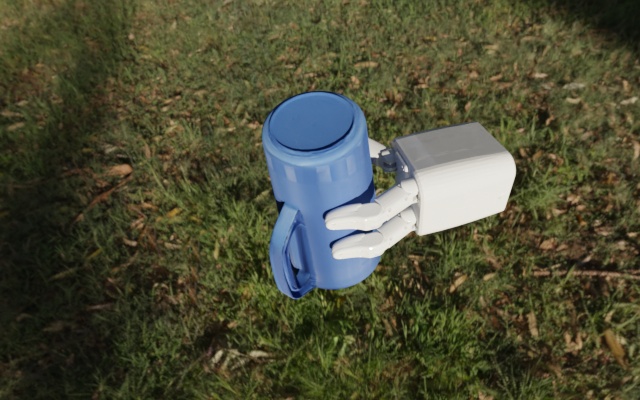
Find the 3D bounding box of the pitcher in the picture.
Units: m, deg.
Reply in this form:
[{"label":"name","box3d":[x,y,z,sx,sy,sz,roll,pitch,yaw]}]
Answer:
[{"label":"pitcher","box3d":[0.000,0.002,0.567,0.145,0.149,0.243,-12,-38,0]}]
